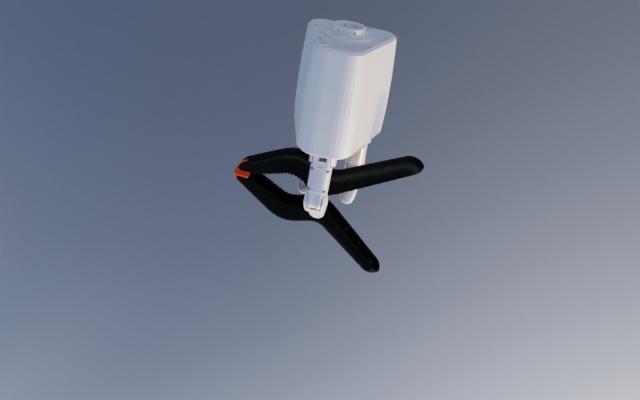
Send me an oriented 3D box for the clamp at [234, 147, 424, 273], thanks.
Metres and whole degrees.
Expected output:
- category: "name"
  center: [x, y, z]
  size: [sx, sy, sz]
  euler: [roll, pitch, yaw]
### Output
- category: "clamp"
  center: [-0.001, 0.002, 0.566]
  size: [0.210, 0.165, 0.036]
  euler: [13, 32, 6]
